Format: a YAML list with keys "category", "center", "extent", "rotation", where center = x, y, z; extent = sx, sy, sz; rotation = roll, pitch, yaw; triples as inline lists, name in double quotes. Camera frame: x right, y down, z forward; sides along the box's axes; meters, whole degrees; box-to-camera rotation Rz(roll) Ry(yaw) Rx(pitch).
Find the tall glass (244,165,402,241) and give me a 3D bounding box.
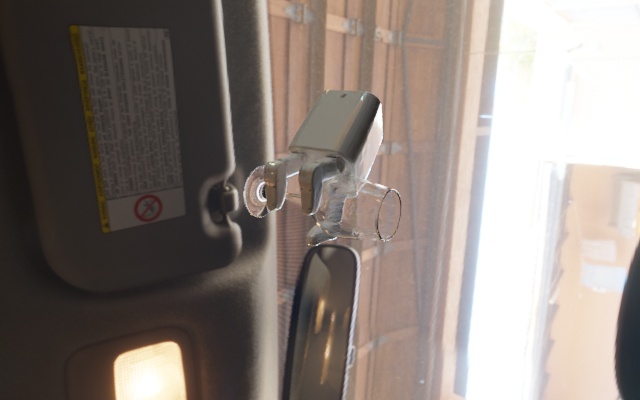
- category: "tall glass"
  center: [-0.001, 0.002, 0.613]
  extent: [0.201, 0.079, 0.079]
  rotation: [11, 6, 34]
